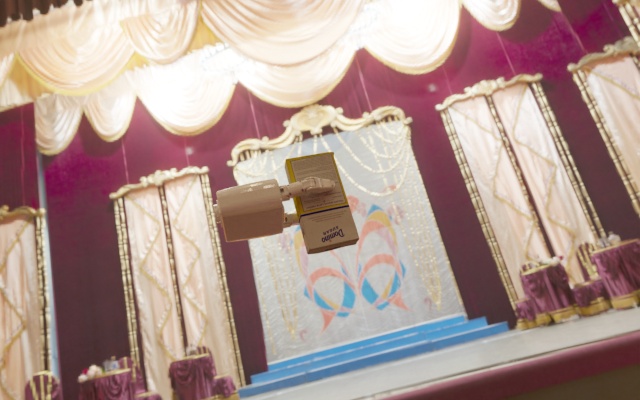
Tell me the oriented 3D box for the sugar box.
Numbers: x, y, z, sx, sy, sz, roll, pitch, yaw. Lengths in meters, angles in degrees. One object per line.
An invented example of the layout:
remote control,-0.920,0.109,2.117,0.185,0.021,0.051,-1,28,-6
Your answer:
sugar box,0.000,0.003,0.859,0.093,0.176,0.048,-11,-18,-11
